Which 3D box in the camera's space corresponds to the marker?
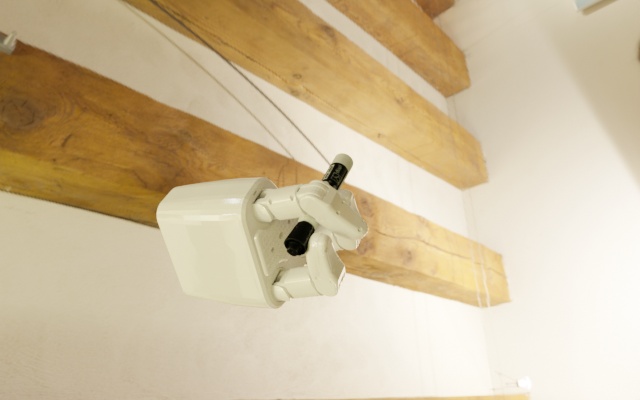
[{"bbox_3d":[0.000,0.001,0.403,0.020,0.020,0.121,0,39,28],"label":"marker"}]
